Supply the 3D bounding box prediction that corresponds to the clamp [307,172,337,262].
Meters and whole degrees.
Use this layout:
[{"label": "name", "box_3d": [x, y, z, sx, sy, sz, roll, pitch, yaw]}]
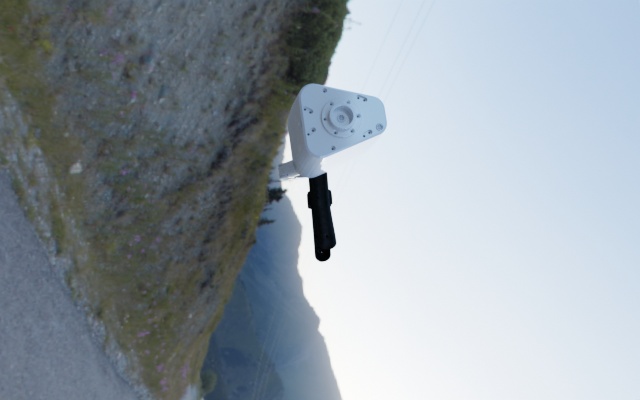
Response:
[{"label": "clamp", "box_3d": [0.001, 0.002, 0.684, 0.039, 0.171, 0.120, -6, -6, -11]}]
